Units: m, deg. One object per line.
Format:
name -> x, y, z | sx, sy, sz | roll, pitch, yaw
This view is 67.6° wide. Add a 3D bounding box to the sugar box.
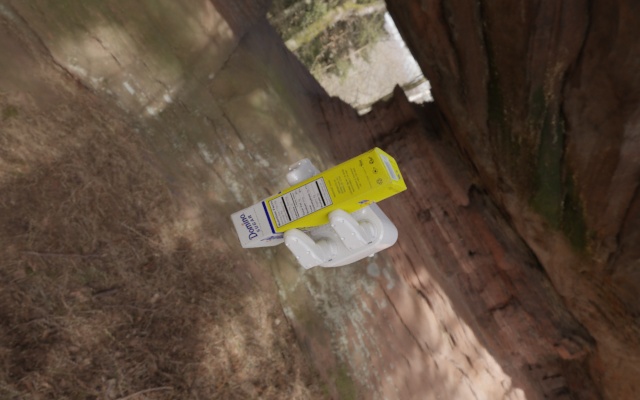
sugar box -> 0.000, 0.002, 0.527 | 0.176, 0.048, 0.093 | -27, -12, 17
